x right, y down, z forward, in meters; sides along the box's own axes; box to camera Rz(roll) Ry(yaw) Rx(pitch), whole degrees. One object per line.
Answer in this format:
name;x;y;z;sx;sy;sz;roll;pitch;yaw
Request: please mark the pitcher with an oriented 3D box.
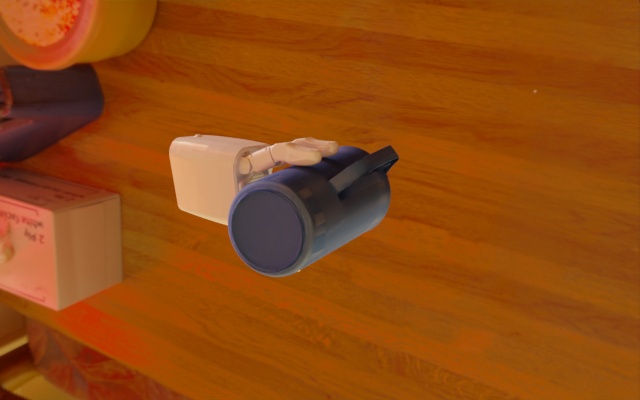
pitcher;0.000;0.002;0.604;0.145;0.149;0.243;13;17;22
